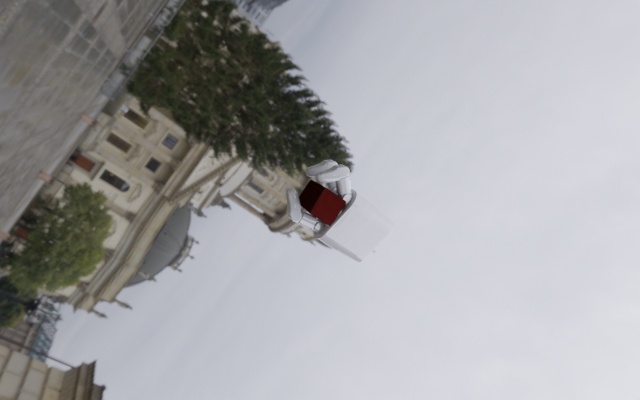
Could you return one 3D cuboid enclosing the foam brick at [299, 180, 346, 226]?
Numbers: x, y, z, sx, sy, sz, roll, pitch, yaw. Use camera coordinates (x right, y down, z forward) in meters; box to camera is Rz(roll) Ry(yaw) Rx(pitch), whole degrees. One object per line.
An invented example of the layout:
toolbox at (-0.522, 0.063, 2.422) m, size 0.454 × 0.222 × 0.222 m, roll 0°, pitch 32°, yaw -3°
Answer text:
foam brick at (0.000, 0.003, 0.847) m, size 0.051 × 0.053 × 0.078 m, roll 34°, pitch 1°, yaw -24°
